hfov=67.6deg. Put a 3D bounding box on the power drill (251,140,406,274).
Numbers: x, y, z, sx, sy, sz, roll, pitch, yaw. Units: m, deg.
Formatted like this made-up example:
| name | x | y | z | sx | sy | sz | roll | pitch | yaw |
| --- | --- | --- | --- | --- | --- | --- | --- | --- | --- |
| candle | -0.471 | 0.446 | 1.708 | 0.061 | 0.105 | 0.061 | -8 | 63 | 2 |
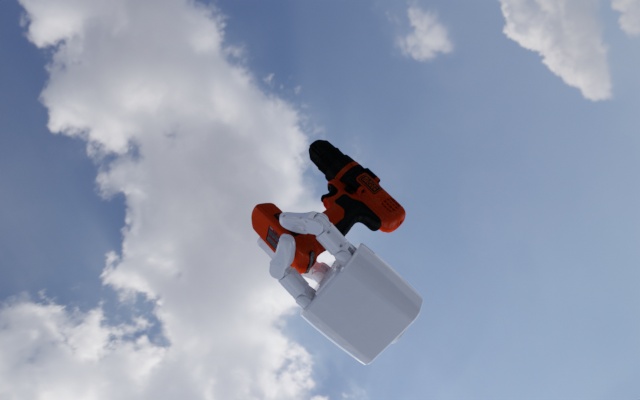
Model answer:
| name | x | y | z | sx | sy | sz | roll | pitch | yaw |
| --- | --- | --- | --- | --- | --- | --- | --- | --- | --- |
| power drill | 0.000 | 0.003 | 0.661 | 0.187 | 0.184 | 0.057 | -31 | -27 | -31 |
